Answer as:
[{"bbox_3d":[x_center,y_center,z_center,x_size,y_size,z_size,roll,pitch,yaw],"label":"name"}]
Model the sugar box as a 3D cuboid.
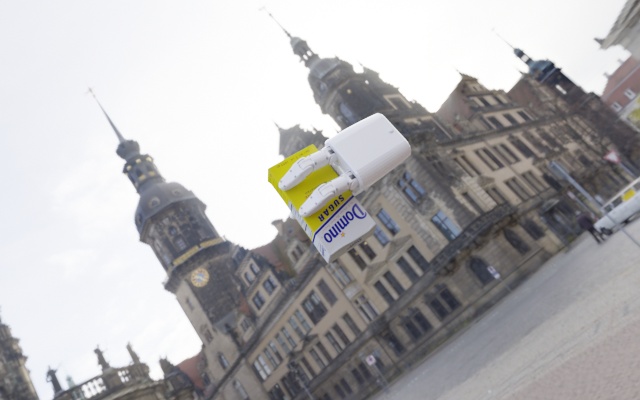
[{"bbox_3d":[0.000,0.002,0.760,0.093,0.176,0.048,-32,-21,-19],"label":"sugar box"}]
